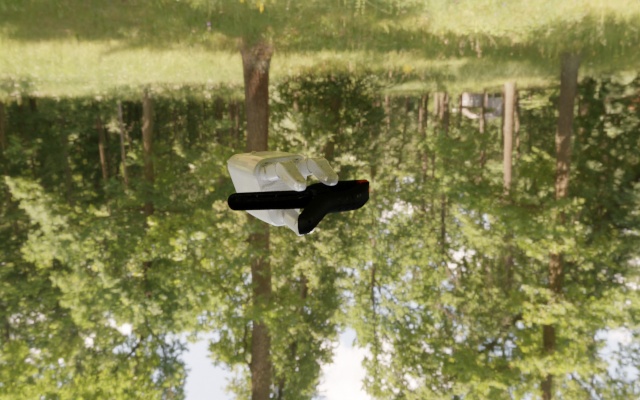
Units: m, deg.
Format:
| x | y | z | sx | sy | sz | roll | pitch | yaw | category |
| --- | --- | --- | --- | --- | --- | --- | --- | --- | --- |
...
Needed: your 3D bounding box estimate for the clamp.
| x | y | z | sx | sy | sz | roll | pitch | yaw | category |
| --- | --- | --- | --- | --- | --- | --- | --- | --- | --- |
| 0.000 | 0.003 | 0.660 | 0.210 | 0.036 | 0.164 | -10 | 19 | -34 | clamp |
